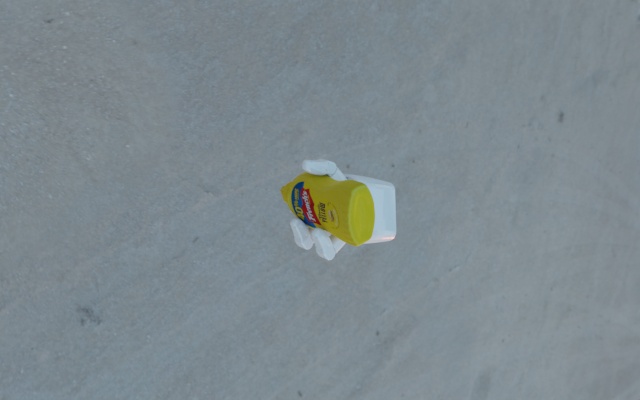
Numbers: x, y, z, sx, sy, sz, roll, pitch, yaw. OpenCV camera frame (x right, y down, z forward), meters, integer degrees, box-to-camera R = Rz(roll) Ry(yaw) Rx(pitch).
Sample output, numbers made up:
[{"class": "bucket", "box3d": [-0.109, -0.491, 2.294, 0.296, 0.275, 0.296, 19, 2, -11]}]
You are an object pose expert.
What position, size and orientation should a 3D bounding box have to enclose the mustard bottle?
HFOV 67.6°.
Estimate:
[{"class": "mustard bottle", "box3d": [0.000, 0.003, 0.767, 0.058, 0.096, 0.191, -26, 29, -34]}]
